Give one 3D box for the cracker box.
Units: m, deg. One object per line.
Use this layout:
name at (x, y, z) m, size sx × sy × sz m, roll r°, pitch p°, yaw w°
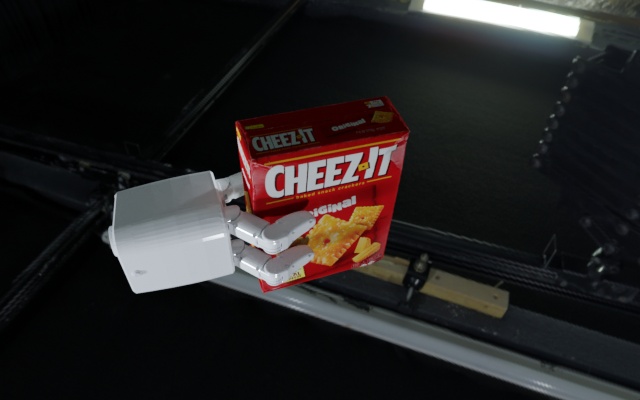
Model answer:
cracker box at (0.000, 0.002, 0.538) m, size 0.164 × 0.072 × 0.214 m, roll -13°, pitch -42°, yaw -15°
